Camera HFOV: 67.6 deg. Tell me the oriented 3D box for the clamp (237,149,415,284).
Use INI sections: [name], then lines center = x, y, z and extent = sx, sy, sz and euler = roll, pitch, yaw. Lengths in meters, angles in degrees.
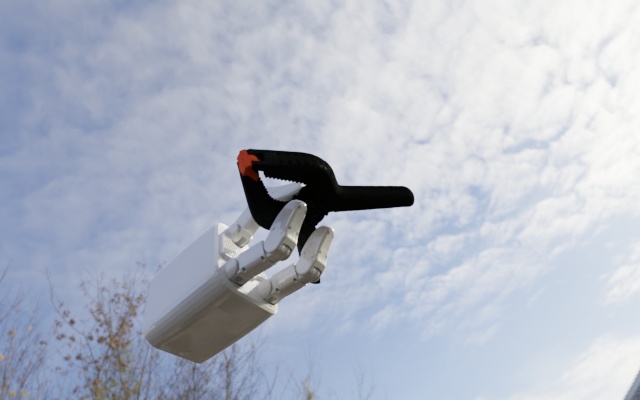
[clamp]
center = -0.001, 0.001, 0.503
extent = 0.164, 0.036, 0.210
euler = -38, -45, 9
